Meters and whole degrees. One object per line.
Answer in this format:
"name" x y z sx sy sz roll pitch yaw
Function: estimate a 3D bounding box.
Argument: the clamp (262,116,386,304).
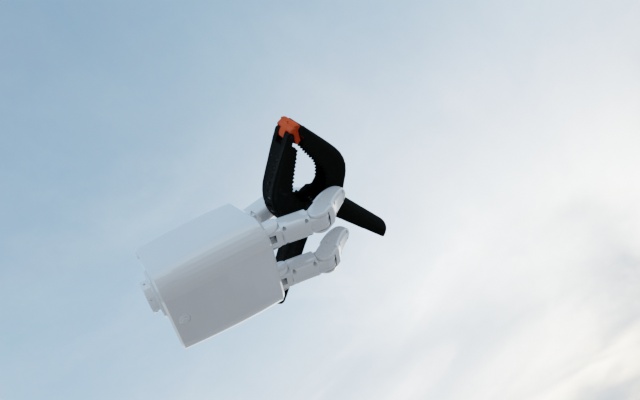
"clamp" -0.001 0.001 0.512 0.164 0.210 0.036 -26 40 -23
